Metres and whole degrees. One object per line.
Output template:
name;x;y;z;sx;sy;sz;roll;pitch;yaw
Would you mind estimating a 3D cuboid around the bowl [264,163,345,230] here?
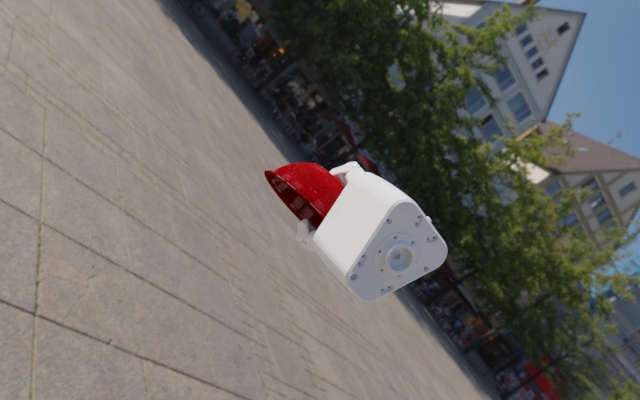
bowl;0.000;0.001;0.636;0.055;0.162;0.162;-45;11;-11
